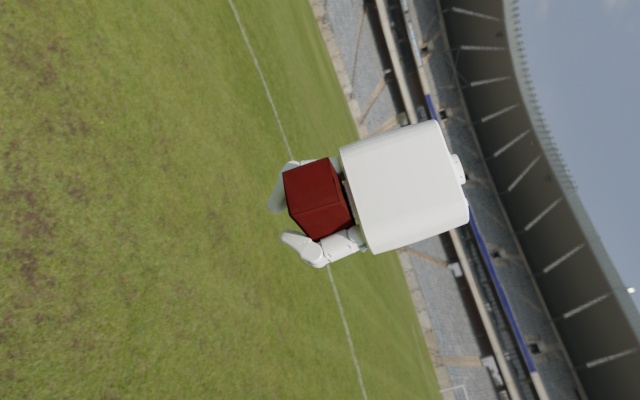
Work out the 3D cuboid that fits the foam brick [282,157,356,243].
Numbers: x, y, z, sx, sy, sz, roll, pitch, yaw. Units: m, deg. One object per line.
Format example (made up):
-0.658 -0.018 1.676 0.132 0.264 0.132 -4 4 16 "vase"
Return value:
0.000 0.002 0.488 0.051 0.053 0.078 -18 -29 9 "foam brick"
